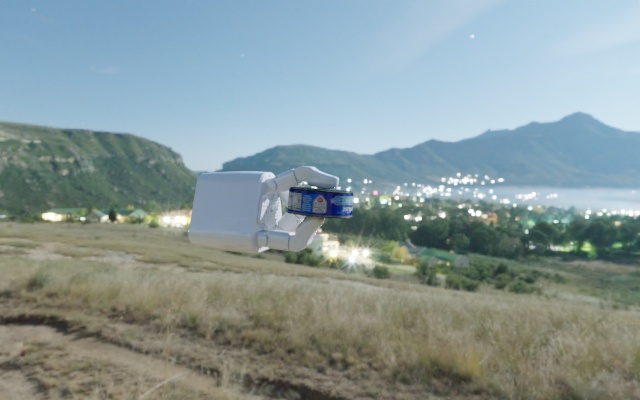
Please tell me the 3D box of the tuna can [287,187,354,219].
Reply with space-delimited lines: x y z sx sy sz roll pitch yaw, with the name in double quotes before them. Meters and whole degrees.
"tuna can" 0.000 0.001 0.621 0.086 0.034 0.086 5 3 0
